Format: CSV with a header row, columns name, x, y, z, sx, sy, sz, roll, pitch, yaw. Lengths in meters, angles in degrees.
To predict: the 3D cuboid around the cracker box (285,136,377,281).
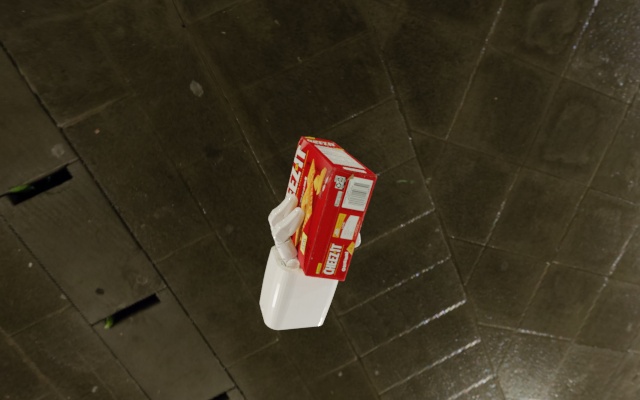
name,x,y,z,sx,sy,sz,roll,pitch,yaw
cracker box,0.000,0.003,0.751,0.072,0.164,0.213,10,16,-19
